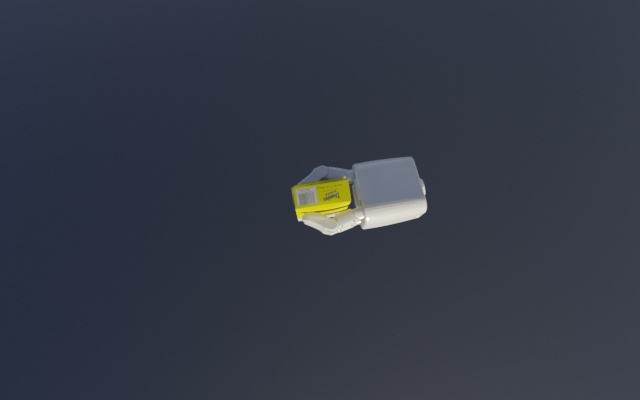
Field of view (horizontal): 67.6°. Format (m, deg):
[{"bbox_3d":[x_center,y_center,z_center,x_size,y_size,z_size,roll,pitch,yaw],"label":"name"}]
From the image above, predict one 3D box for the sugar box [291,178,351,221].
[{"bbox_3d":[0.000,0.003,0.844,0.093,0.048,0.176,-8,-11,-1],"label":"sugar box"}]
